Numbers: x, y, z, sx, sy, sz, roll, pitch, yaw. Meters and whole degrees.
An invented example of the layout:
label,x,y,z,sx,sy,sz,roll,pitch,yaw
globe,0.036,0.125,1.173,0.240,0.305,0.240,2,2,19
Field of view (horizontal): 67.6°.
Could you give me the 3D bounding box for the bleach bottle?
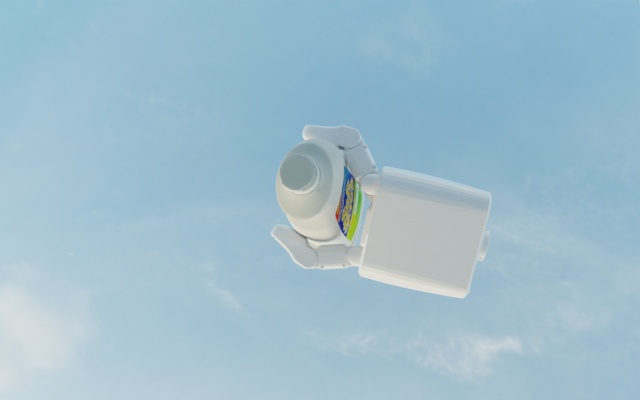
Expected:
label,x,y,z,sx,sy,sz,roll,pitch,yaw
bleach bottle,0.000,0.002,0.494,0.068,0.102,0.251,12,-5,11
